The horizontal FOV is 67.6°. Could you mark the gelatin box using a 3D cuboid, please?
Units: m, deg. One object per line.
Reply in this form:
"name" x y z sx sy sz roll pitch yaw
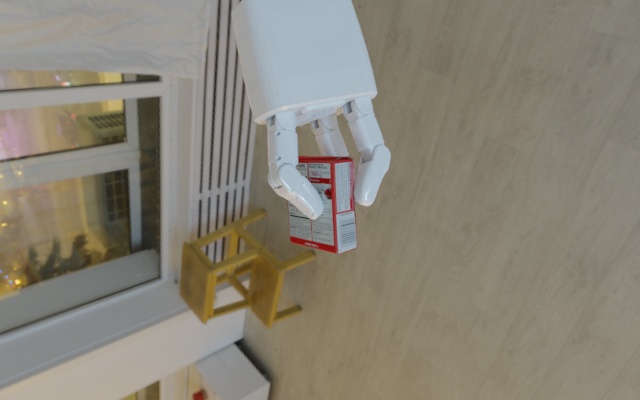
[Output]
"gelatin box" 0.000 0.002 0.463 0.030 0.089 0.073 -10 11 -40
